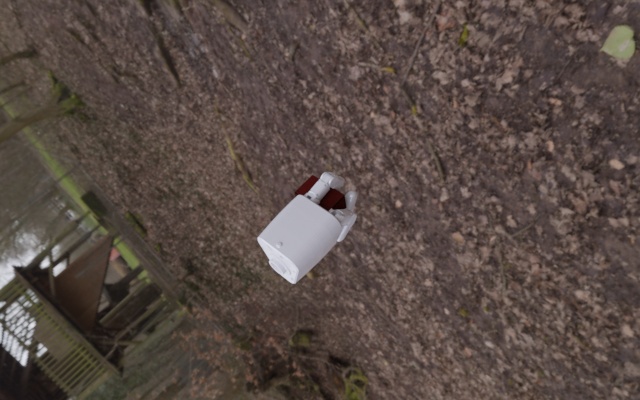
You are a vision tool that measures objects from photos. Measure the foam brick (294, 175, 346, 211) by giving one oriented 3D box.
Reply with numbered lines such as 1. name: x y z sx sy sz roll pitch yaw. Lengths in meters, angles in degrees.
1. foam brick: 0.000 0.003 0.847 0.078 0.051 0.053 33 -24 27
